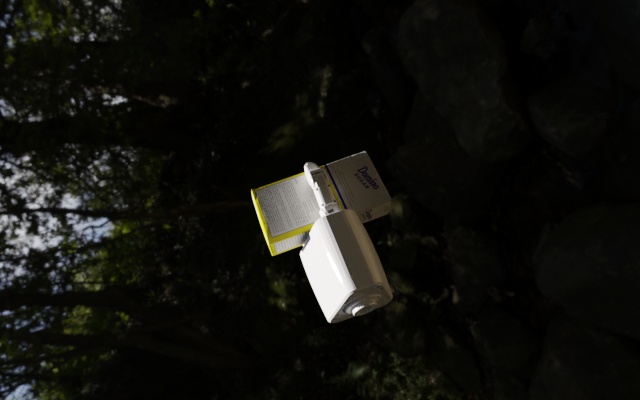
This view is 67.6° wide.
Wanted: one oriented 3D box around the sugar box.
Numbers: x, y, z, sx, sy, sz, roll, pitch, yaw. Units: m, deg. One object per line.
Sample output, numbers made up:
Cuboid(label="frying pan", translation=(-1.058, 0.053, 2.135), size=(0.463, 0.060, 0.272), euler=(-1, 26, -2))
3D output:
Cuboid(label="sugar box", translation=(0.000, 0.003, 0.667), size=(0.176, 0.093, 0.048), euler=(-17, -30, -9))
